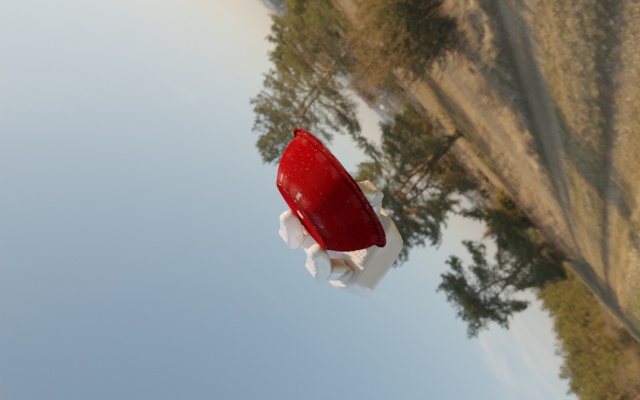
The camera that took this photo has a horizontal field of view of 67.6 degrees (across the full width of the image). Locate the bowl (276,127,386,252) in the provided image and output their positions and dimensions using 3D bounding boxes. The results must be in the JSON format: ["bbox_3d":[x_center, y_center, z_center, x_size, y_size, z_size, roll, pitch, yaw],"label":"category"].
[{"bbox_3d":[-0.001,0.001,0.521,0.055,0.162,0.162,-37,6,-9],"label":"bowl"}]
